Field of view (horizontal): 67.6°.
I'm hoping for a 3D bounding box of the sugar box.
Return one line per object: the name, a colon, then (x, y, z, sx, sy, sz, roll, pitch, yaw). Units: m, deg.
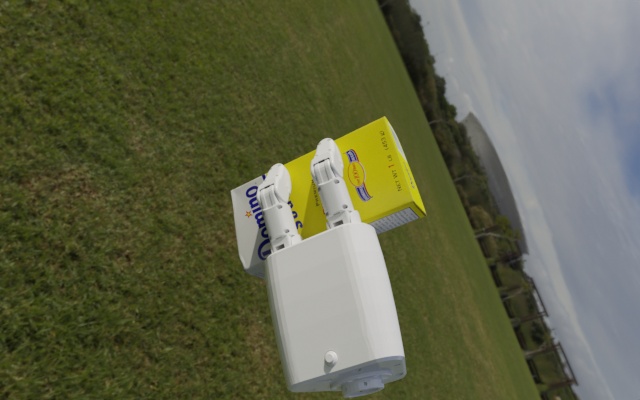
sugar box: (0.000, 0.001, 0.453, 0.176, 0.093, 0.048, -23, -29, 17)
